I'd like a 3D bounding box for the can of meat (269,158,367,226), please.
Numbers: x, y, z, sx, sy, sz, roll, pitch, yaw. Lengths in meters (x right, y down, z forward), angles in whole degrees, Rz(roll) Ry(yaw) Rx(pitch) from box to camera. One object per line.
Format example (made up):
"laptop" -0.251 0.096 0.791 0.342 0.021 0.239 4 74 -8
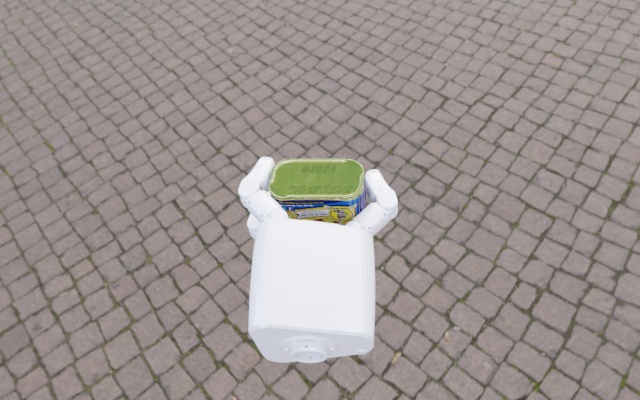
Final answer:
"can of meat" 0.000 0.001 0.508 0.102 0.057 0.084 0 -36 7
